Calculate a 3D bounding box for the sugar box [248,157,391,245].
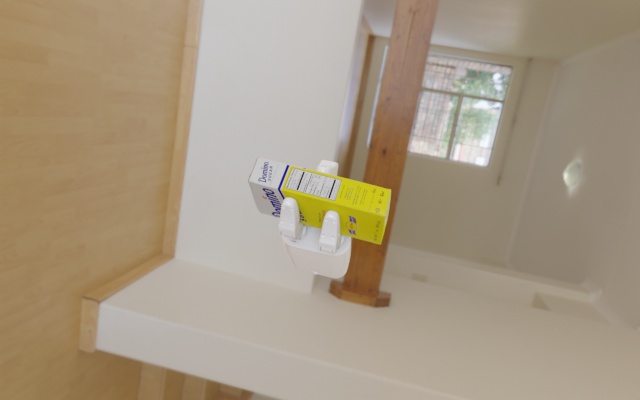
[{"bbox_3d":[0.000,0.003,0.620,0.176,0.048,0.093,12,-26,9],"label":"sugar box"}]
